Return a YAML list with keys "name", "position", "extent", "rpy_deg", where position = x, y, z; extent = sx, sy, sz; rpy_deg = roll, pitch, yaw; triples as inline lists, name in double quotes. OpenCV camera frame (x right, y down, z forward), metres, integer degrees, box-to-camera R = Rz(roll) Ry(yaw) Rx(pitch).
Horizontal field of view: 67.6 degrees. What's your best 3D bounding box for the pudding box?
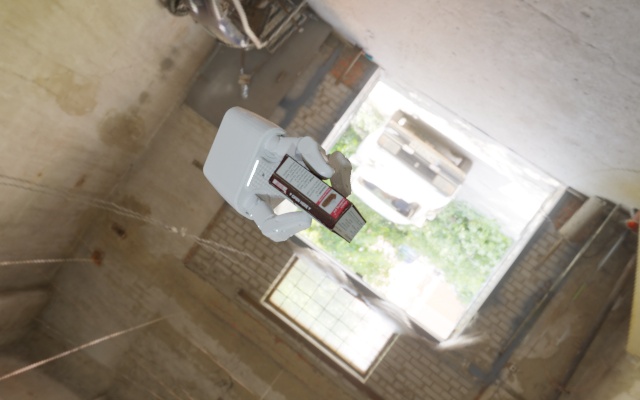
- name: "pudding box"
  position: [0.000, 0.002, 0.523]
  extent: [0.090, 0.039, 0.113]
  rpy_deg: [36, 0, 17]
